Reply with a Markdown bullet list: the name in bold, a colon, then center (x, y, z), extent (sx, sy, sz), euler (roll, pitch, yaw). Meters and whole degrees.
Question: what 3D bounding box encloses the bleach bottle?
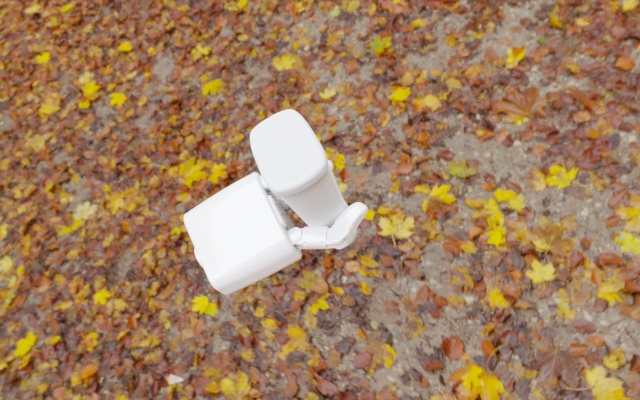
- **bleach bottle**: center (0.000, 0.002, 0.587), extent (0.068, 0.102, 0.251), euler (-29, -33, 3)
